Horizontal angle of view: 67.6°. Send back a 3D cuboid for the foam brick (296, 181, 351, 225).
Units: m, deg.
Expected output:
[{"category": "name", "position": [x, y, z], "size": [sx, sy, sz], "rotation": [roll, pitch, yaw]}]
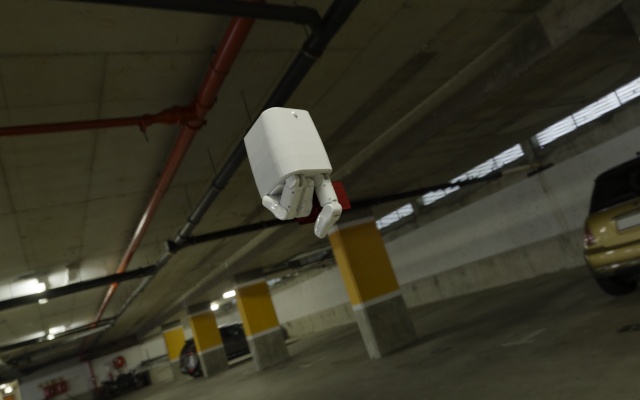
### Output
[{"category": "foam brick", "position": [0.000, 0.003, 0.757], "size": [0.053, 0.051, 0.078], "rotation": [-30, -16, 38]}]
